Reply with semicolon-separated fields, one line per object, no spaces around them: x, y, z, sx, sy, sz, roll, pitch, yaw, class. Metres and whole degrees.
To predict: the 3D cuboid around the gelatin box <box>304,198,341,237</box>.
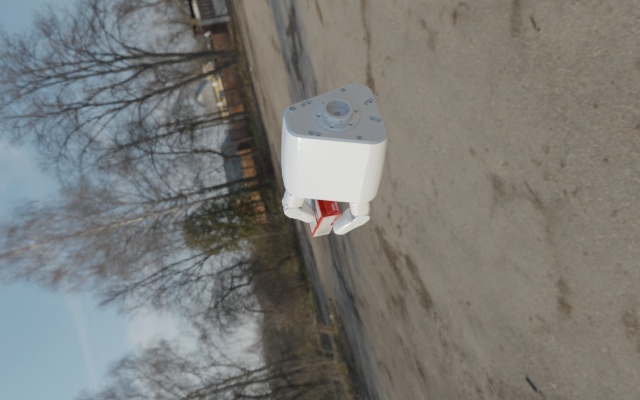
0.000;0.002;0.673;0.030;0.073;0.089;-9;-20;-14;gelatin box
